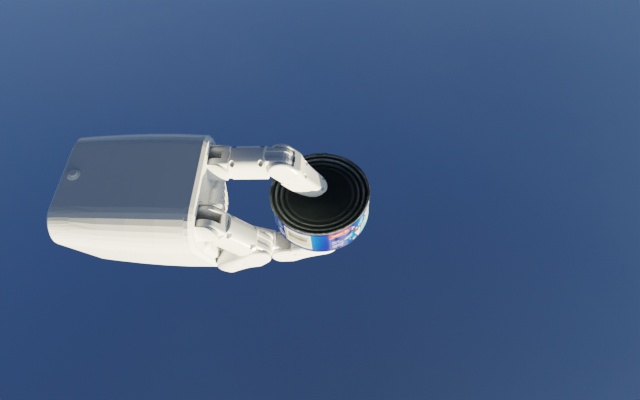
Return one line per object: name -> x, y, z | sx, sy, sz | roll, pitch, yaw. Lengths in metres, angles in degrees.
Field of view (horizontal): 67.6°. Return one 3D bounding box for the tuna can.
tuna can -> 0.000, 0.002, 0.419 | 0.086, 0.086, 0.034 | 0, -35, 4
